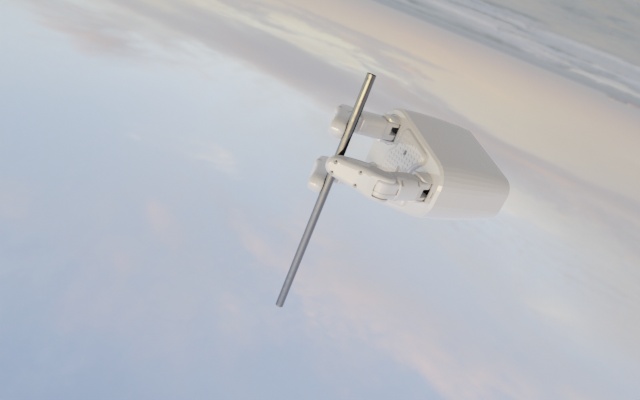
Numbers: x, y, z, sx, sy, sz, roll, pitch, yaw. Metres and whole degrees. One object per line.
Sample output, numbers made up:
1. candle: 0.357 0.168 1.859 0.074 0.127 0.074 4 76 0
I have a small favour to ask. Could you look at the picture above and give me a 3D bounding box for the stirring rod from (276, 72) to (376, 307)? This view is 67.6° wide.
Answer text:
1. stirring rod: 0.000 0.001 0.431 0.011 0.240 0.011 18 23 -8
